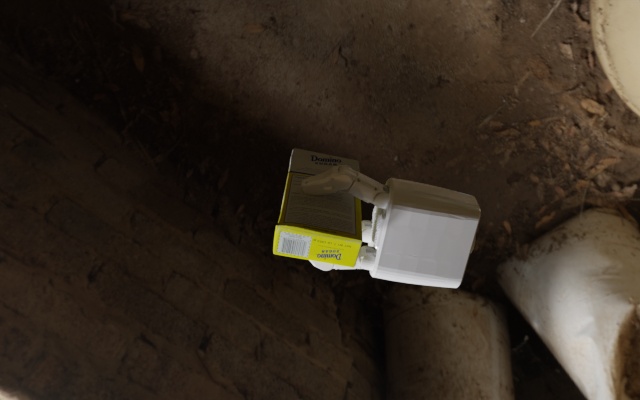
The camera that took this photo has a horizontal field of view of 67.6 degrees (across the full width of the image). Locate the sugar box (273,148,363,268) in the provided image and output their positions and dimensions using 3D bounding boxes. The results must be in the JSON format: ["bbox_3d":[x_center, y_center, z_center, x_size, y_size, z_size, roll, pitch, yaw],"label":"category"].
[{"bbox_3d":[0.000,0.002,0.577,0.093,0.048,0.176,11,31,-3],"label":"sugar box"}]
